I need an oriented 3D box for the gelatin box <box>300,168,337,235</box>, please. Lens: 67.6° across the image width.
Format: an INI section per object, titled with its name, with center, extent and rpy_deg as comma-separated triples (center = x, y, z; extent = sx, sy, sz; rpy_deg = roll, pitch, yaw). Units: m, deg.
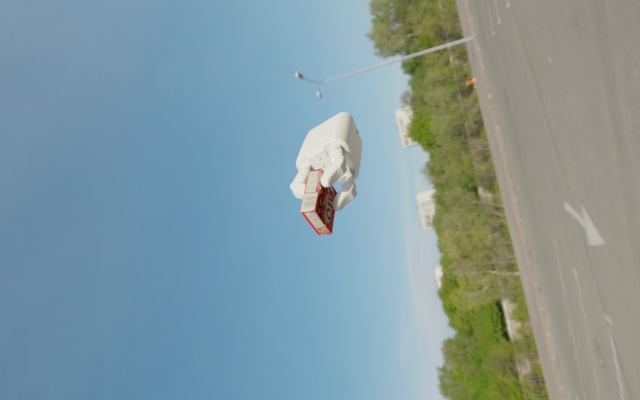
[gelatin box]
center = 0.000, 0.003, 0.809
extent = 0.030, 0.089, 0.073
rpy_deg = -7, -38, 24
